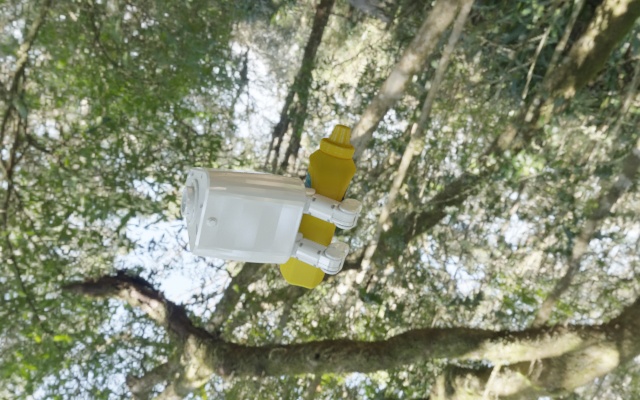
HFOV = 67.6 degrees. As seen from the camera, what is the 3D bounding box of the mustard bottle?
[{"bbox_3d":[0.000,0.002,0.576,0.058,0.192,0.096,15,18,-3],"label":"mustard bottle"}]
